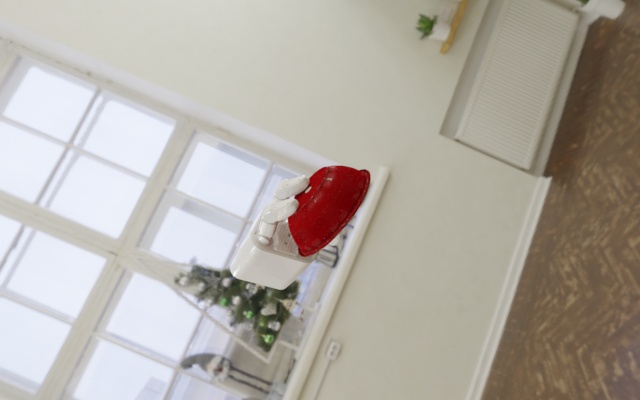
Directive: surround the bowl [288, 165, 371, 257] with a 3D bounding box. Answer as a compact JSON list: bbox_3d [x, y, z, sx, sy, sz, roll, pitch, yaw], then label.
[{"bbox_3d":[0.001,0.001,0.704,0.055,0.162,0.162,39,-12,-15],"label":"bowl"}]
